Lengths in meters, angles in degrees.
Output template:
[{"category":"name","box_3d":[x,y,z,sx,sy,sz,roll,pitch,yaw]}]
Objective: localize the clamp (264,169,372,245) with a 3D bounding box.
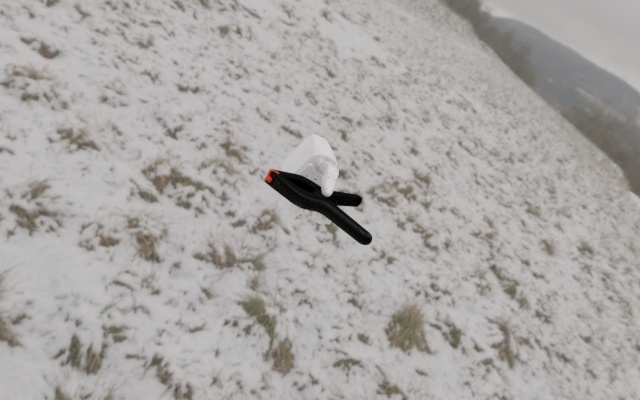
[{"category":"clamp","box_3d":[0.000,0.002,0.851,0.210,0.036,0.164,22,23,-20]}]
